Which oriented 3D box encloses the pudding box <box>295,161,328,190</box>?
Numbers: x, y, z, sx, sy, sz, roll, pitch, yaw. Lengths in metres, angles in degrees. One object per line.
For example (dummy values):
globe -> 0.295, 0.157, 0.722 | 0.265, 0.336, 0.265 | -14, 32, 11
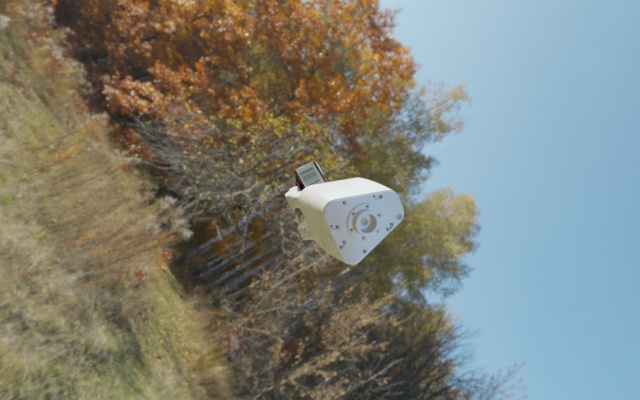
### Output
pudding box -> 0.000, 0.002, 0.769 | 0.039, 0.113, 0.090 | -26, -12, -9
